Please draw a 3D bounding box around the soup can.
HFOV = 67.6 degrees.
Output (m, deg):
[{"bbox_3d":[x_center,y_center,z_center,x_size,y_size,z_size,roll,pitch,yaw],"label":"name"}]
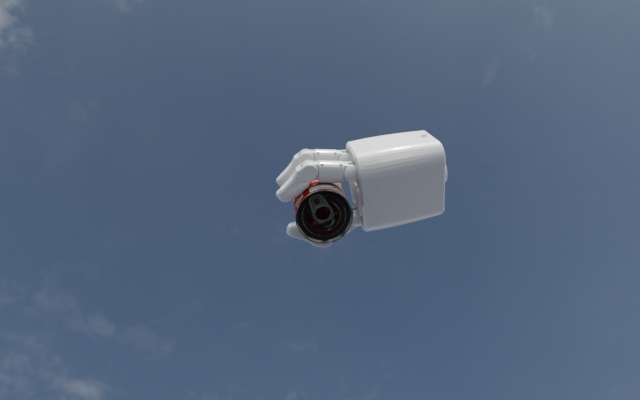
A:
[{"bbox_3d":[0.000,0.002,0.603,0.068,0.068,0.102,0,21,-6],"label":"soup can"}]
